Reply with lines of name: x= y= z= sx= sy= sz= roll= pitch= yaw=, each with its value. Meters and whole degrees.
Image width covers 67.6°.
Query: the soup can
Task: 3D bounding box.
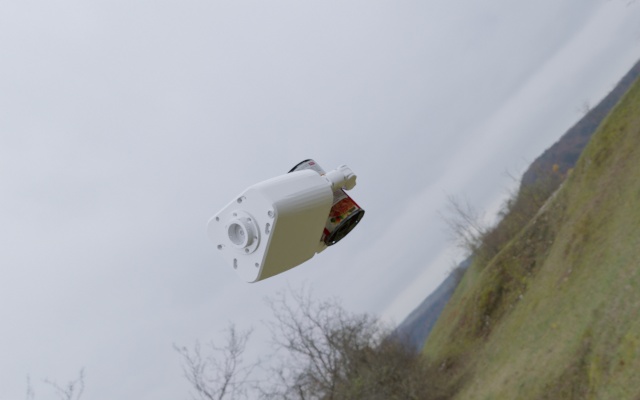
soup can: x=0.000 y=0.002 z=0.639 sx=0.102 sy=0.068 sz=0.068 roll=46 pitch=17 yaw=17
